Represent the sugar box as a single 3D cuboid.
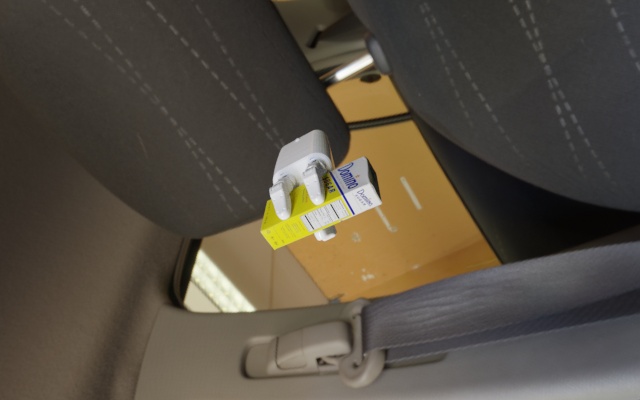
[{"bbox_3d":[0.000,0.002,0.710,0.176,0.048,0.093,-27,26,15],"label":"sugar box"}]
